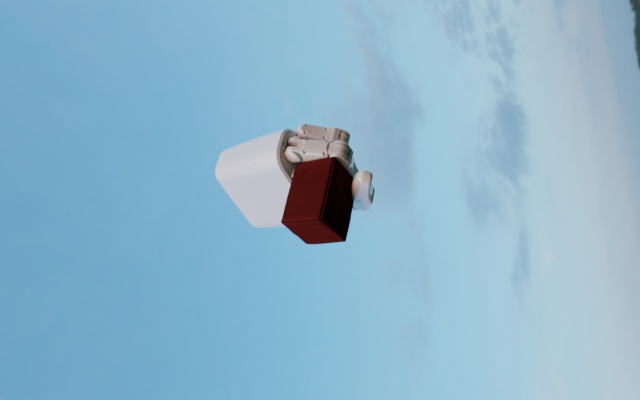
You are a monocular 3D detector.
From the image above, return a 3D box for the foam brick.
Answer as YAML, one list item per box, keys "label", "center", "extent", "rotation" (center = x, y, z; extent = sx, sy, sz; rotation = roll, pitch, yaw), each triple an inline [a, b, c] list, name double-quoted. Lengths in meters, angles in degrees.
- label: "foam brick"
  center: [0.000, 0.002, 0.511]
  extent: [0.051, 0.078, 0.053]
  rotation: [-8, -35, 32]
